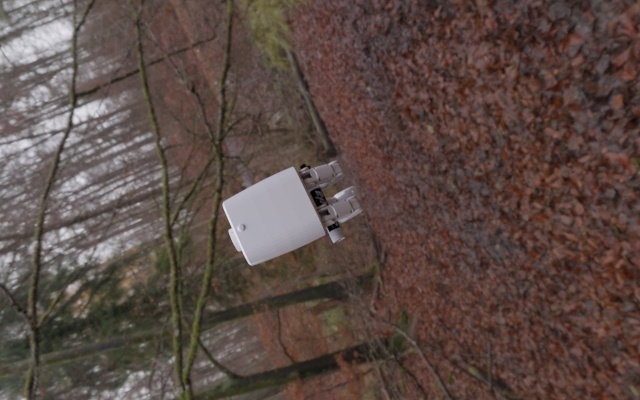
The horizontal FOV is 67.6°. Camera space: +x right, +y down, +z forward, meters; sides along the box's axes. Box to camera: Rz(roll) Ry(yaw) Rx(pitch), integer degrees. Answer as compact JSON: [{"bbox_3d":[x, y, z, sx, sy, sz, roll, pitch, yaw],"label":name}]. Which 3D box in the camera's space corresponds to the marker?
[{"bbox_3d":[0.000,0.002,0.672,0.020,0.121,0.020,-25,-13,-6],"label":"marker"}]
